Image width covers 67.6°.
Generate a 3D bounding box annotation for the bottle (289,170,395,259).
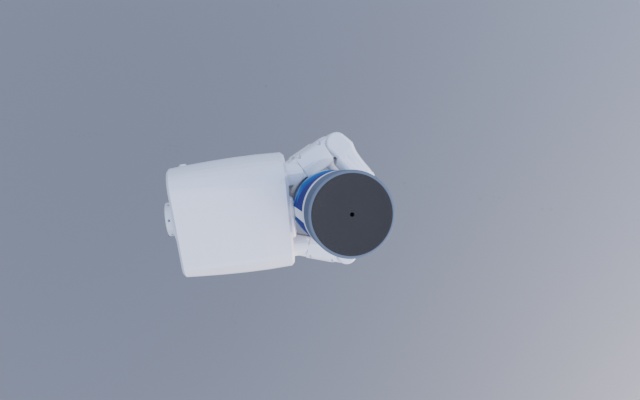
[{"bbox_3d":[0.000,0.002,0.496,0.069,0.069,0.295,0,3,-9],"label":"bottle"}]
